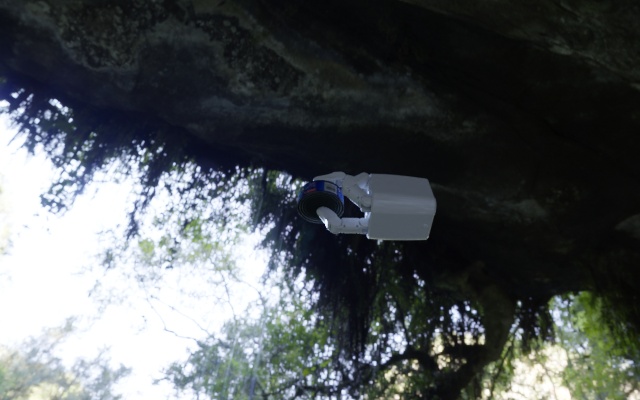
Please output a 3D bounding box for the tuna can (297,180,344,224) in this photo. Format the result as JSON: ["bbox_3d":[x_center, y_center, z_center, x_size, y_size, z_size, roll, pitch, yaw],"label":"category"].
[{"bbox_3d":[0.000,0.002,0.873,0.086,0.033,0.086,0,-43,0],"label":"tuna can"}]
